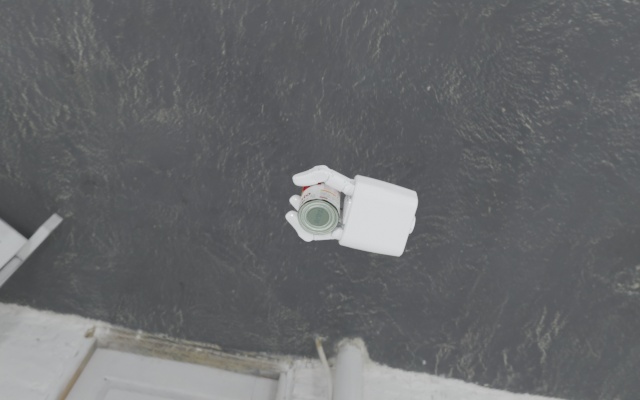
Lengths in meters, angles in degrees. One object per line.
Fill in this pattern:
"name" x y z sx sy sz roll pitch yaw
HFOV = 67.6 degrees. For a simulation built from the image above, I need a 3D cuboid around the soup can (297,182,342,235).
"soup can" 0.000 0.003 0.785 0.068 0.068 0.102 0 30 5
